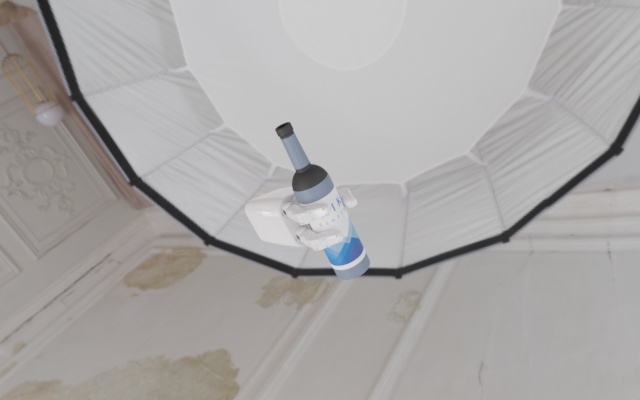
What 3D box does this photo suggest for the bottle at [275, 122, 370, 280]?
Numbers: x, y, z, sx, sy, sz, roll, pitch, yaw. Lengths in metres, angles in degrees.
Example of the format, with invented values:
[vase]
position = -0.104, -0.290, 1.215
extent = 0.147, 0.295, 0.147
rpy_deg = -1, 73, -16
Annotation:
[bottle]
position = 0.000, 0.003, 0.813
extent = 0.069, 0.296, 0.069
rpy_deg = -22, 24, 10
